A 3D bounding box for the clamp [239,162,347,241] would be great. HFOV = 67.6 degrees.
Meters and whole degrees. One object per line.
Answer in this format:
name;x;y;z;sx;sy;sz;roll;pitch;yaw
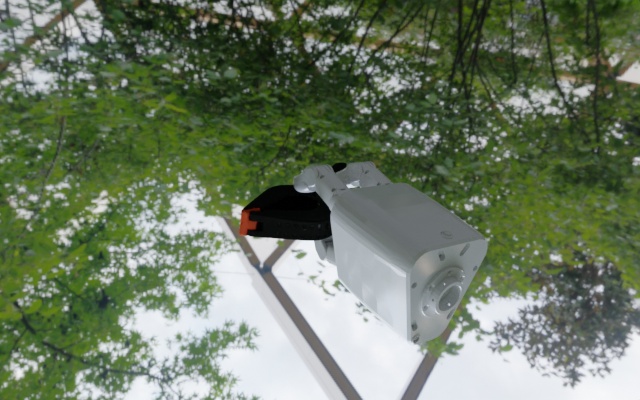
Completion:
clamp;0.000;0.003;0.534;0.210;0.036;0.164;-7;29;-32
